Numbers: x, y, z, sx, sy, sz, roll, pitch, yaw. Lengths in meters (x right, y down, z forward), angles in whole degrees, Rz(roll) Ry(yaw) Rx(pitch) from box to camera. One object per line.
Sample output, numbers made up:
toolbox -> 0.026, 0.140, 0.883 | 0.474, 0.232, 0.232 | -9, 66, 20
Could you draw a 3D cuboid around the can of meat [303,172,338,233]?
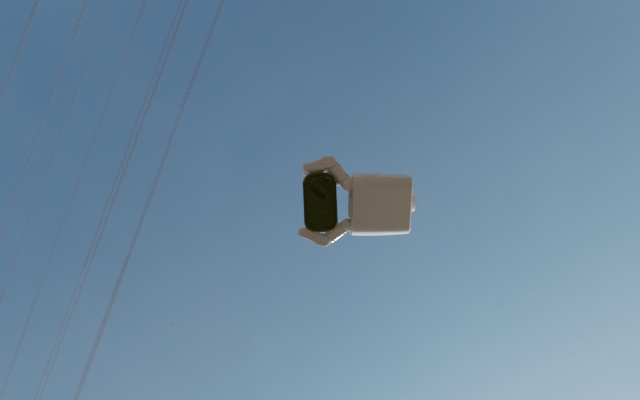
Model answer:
can of meat -> 0.000, 0.003, 0.849 | 0.057, 0.102, 0.084 | -3, 1, 1
